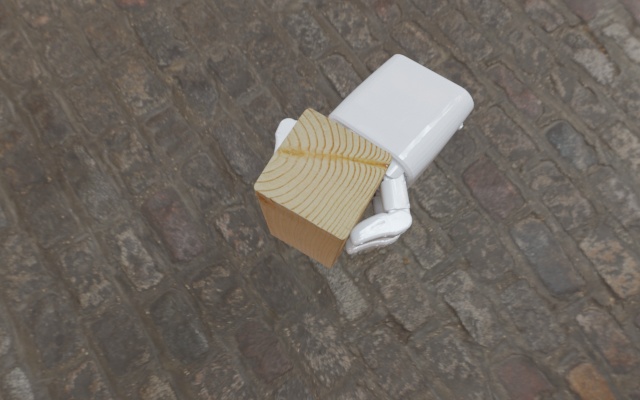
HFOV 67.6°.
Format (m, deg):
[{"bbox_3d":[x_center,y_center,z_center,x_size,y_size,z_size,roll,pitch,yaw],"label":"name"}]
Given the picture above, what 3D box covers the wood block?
[{"bbox_3d":[0.000,0.001,0.502,0.091,0.090,0.206,31,-14,6],"label":"wood block"}]
